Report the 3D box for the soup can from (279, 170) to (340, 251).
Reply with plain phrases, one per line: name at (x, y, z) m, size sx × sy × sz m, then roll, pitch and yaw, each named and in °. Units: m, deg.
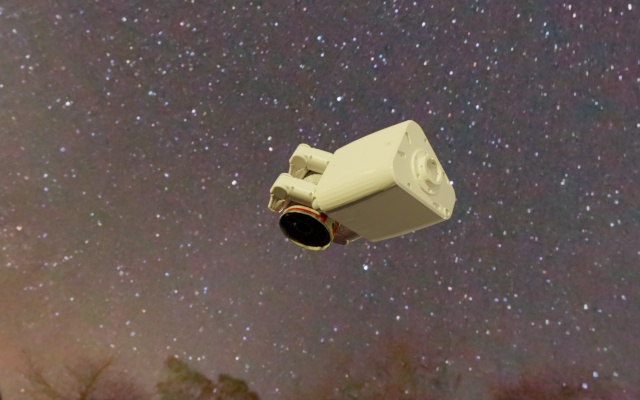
soup can at (0.000, 0.002, 0.593) m, size 0.068 × 0.068 × 0.102 m, roll 0°, pitch 44°, yaw 31°
